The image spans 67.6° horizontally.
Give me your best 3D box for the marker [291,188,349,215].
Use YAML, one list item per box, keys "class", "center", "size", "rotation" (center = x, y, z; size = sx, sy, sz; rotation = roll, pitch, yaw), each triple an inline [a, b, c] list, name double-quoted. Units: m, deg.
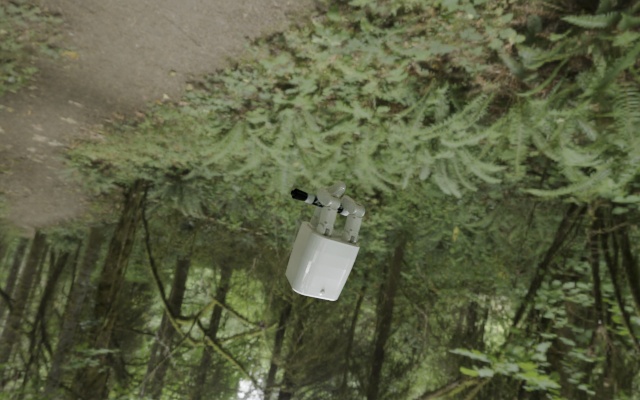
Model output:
- class: "marker"
  center: [0.000, 0.003, 0.844]
  size: [0.121, 0.020, 0.020]
  rotation: [18, -10, -31]
